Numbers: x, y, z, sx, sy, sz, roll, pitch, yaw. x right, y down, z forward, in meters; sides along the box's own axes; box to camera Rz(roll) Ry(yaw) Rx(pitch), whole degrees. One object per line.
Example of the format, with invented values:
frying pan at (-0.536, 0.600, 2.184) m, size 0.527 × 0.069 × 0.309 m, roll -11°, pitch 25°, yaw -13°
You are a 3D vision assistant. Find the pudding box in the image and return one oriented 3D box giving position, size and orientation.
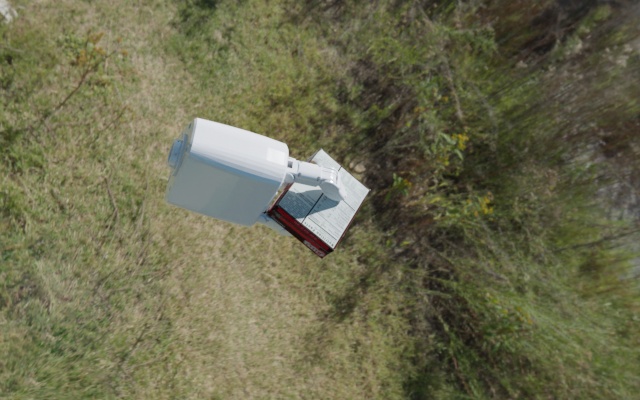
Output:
pudding box at (0.000, 0.002, 0.597) m, size 0.090 × 0.113 × 0.039 m, roll 40°, pitch -34°, yaw -8°
